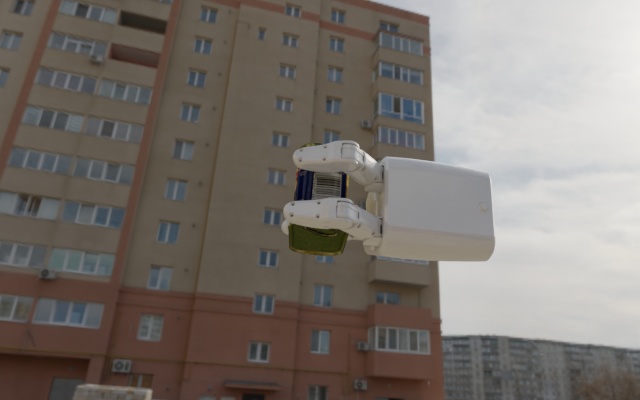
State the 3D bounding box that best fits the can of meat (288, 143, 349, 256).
[{"bbox_3d":[0.000,0.001,0.485,0.057,0.084,0.102,5,-22,-1],"label":"can of meat"}]
